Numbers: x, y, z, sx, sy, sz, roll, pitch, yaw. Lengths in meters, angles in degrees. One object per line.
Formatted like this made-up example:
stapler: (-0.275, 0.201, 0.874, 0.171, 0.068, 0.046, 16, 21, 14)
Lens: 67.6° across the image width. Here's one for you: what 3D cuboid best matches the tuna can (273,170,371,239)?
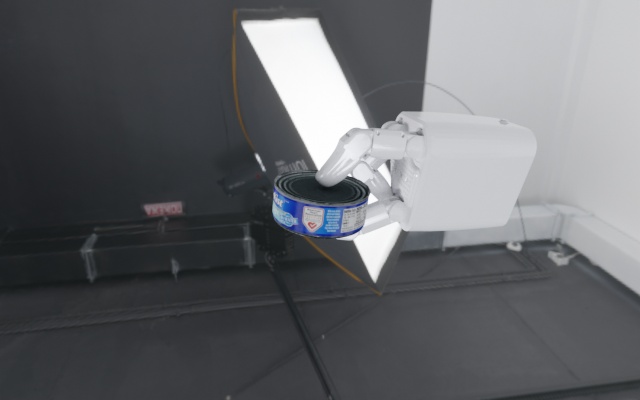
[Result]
tuna can: (0.000, 0.002, 0.427, 0.086, 0.034, 0.086, 6, 21, -2)
